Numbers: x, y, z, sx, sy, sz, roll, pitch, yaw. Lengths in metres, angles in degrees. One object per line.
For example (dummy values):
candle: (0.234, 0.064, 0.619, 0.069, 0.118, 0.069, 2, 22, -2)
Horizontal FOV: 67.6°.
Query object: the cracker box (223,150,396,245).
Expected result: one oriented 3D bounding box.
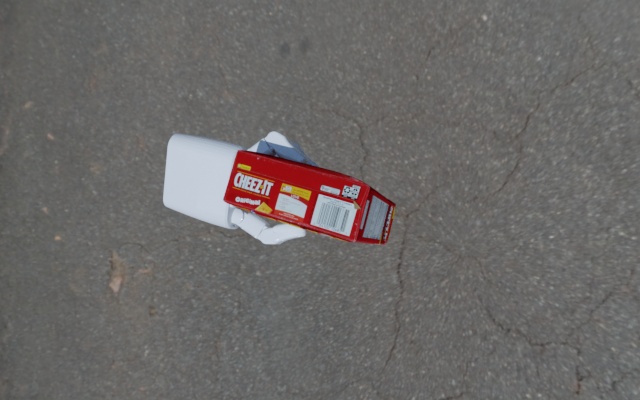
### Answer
cracker box: (0.000, 0.002, 0.619, 0.164, 0.072, 0.214, 16, -1, 17)
